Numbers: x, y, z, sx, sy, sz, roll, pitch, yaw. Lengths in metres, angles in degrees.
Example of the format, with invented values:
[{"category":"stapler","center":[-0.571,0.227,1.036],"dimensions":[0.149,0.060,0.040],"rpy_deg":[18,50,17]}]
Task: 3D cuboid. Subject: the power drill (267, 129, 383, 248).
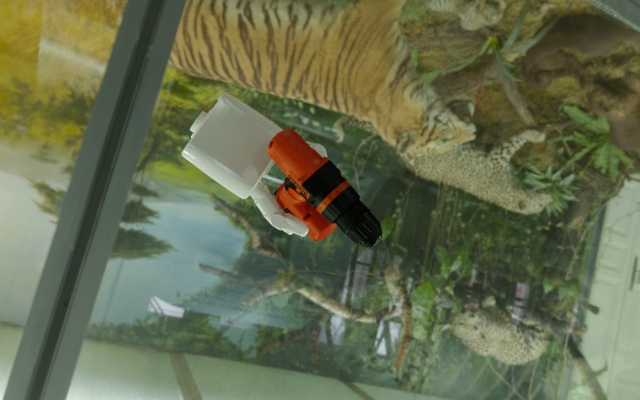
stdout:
[{"category":"power drill","center":[0.000,0.002,0.659],"dimensions":[0.057,0.184,0.188],"rpy_deg":[-40,-7,-16]}]
